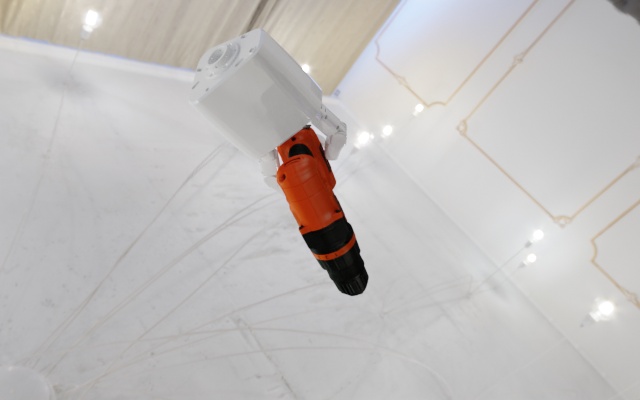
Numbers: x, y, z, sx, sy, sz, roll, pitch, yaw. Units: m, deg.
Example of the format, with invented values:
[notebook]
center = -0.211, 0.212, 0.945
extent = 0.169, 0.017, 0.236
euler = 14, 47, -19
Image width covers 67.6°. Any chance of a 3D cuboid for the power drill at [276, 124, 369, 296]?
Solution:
[power drill]
center = 0.000, 0.001, 0.575
extent = 0.057, 0.184, 0.187
euler = -23, 29, 3
